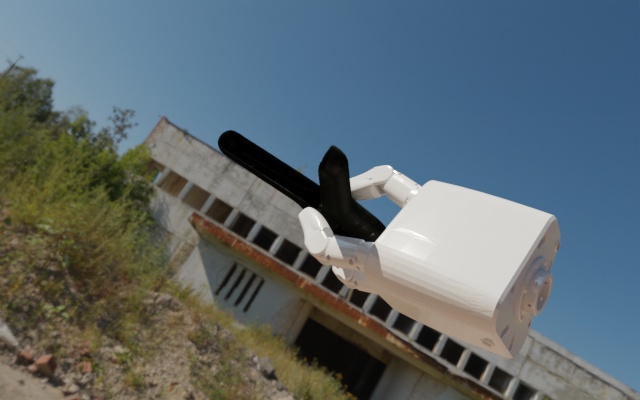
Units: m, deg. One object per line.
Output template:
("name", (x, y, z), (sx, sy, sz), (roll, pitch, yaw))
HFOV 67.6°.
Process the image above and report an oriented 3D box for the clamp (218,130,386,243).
("clamp", (0.001, 0.001, 0.472), (0.164, 0.036, 0.210), (20, -19, 41))
